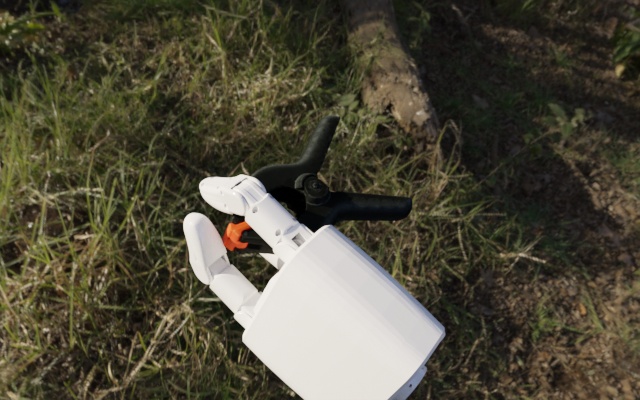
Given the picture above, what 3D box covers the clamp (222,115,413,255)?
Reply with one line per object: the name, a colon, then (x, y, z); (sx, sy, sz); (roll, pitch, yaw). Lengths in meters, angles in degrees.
clamp: (0.000, 0.001, 0.400); (0.171, 0.120, 0.039); (-41, -16, -35)
